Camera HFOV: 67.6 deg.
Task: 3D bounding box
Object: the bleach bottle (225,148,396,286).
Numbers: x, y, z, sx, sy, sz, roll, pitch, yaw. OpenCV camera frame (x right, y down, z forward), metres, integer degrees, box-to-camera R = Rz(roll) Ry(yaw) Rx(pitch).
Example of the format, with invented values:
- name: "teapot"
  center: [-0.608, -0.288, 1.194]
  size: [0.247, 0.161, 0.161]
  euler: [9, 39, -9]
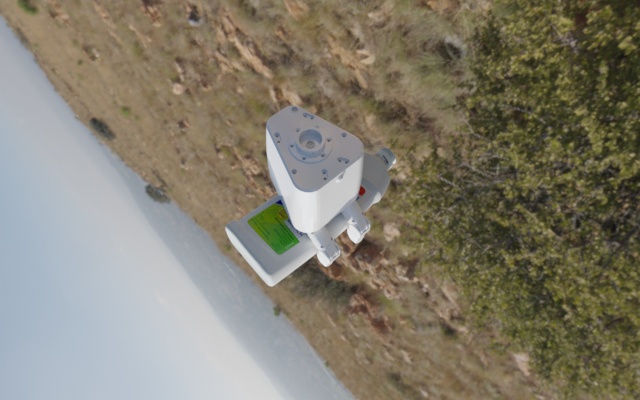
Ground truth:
- name: "bleach bottle"
  center: [0.000, 0.002, 0.658]
  size: [0.251, 0.102, 0.068]
  euler: [-38, -18, -18]
